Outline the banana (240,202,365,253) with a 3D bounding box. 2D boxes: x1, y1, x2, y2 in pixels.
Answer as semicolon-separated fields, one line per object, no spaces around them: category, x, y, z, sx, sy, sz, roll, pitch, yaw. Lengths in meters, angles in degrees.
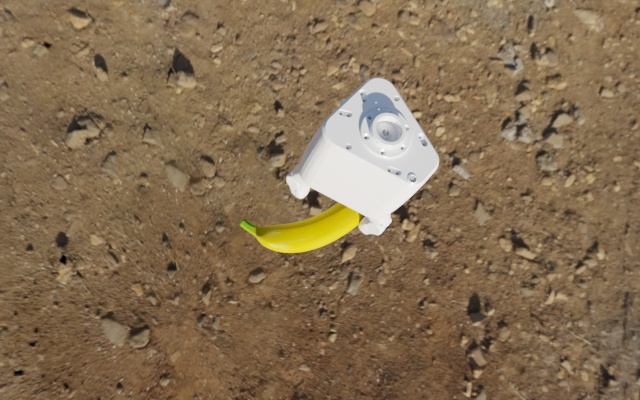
banana;0.004;0.020;0.597;0.198;0.069;0.037;-20;-15;-16
